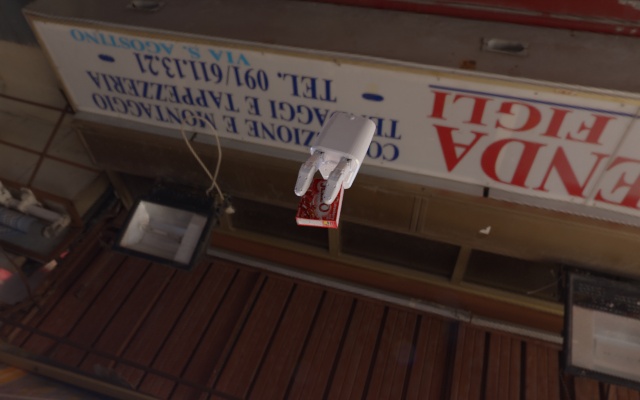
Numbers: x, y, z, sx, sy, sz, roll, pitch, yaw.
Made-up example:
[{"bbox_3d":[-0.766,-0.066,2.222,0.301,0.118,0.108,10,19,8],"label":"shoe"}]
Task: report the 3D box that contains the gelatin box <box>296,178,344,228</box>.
[{"bbox_3d":[0.000,0.003,0.857,0.073,0.089,0.030,5,-31,11],"label":"gelatin box"}]
